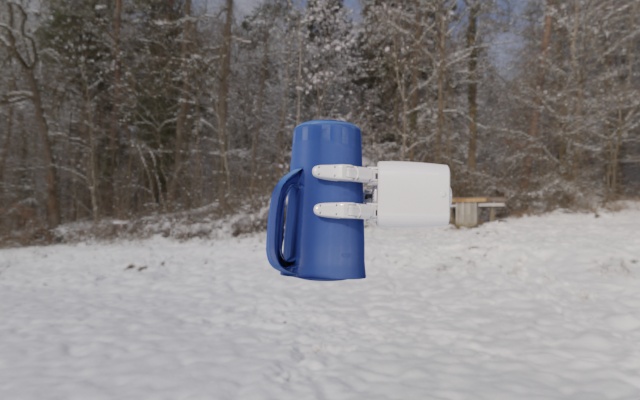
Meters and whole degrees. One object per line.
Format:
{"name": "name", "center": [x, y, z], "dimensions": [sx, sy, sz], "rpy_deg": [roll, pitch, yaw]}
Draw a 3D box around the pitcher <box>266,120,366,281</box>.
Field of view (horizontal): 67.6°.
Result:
{"name": "pitcher", "center": [0.000, 0.002, 0.740], "dimensions": [0.145, 0.243, 0.149], "rpy_deg": [1, -5, 3]}
